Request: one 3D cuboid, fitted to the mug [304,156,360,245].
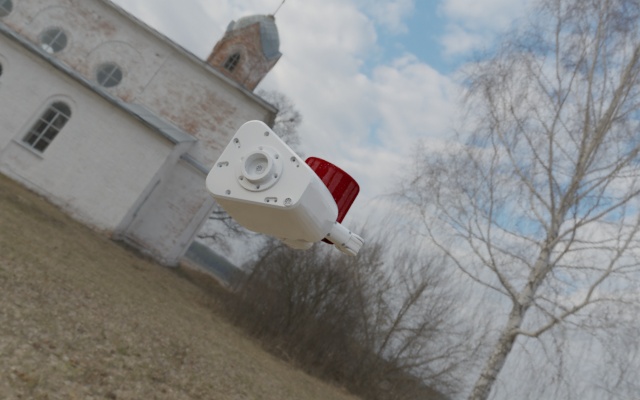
[{"bbox_3d":[0.001,0.002,0.621,0.093,0.081,0.117,27,-11,21],"label":"mug"}]
